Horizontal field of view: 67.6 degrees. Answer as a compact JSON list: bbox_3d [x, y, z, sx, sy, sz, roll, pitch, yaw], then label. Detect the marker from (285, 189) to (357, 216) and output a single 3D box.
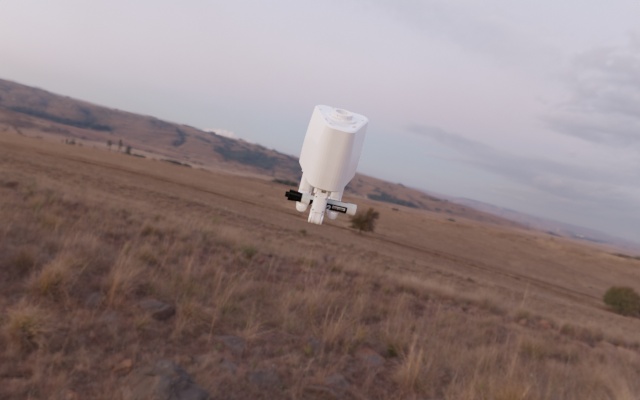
[{"bbox_3d":[0.000,0.003,0.797,0.121,0.020,0.020,14,-1,-4],"label":"marker"}]
